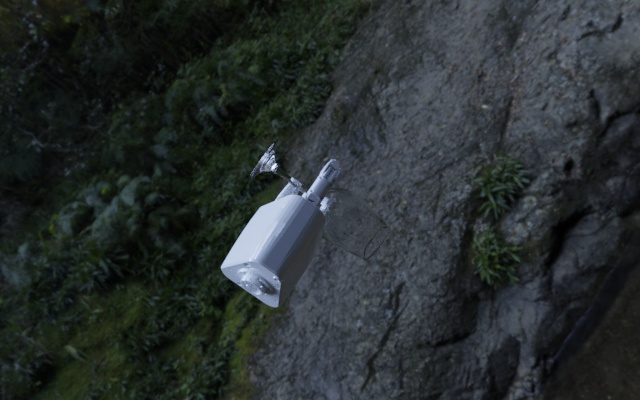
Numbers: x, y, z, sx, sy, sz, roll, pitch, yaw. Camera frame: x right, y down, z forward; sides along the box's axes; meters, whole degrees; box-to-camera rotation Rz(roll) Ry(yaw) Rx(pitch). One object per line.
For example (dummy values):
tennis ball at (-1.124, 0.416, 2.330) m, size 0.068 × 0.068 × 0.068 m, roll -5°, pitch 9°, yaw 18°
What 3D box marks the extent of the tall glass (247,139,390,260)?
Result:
tall glass at (0.000, 0.002, 0.673) m, size 0.201 × 0.079 × 0.079 m, roll 36°, pitch -3°, yaw -5°
